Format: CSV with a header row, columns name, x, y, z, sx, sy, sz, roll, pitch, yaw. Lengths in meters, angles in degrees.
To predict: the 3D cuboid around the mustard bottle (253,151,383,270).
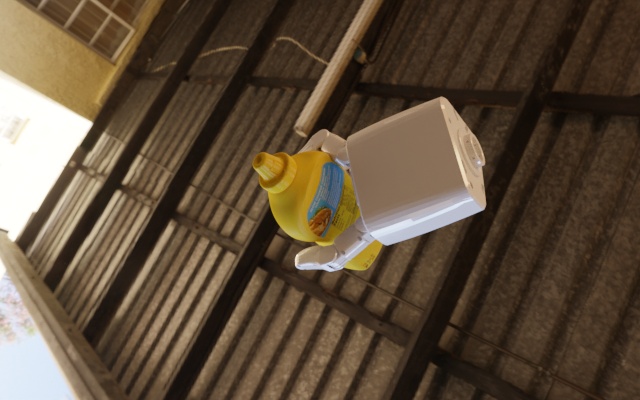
name,x,y,z,sx,sy,sz,roll,pitch,yaw
mustard bottle,0.000,0.002,0.517,0.058,0.096,0.192,3,-23,43
